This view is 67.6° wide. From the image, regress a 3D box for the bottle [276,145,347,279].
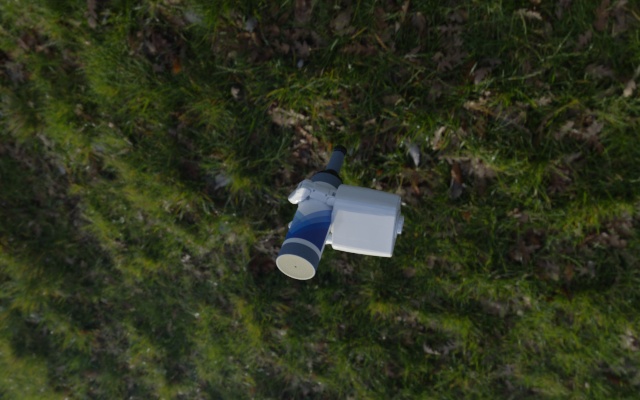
[{"bbox_3d":[0.000,0.003,0.860,0.069,0.295,0.069,12,-41,11],"label":"bottle"}]
